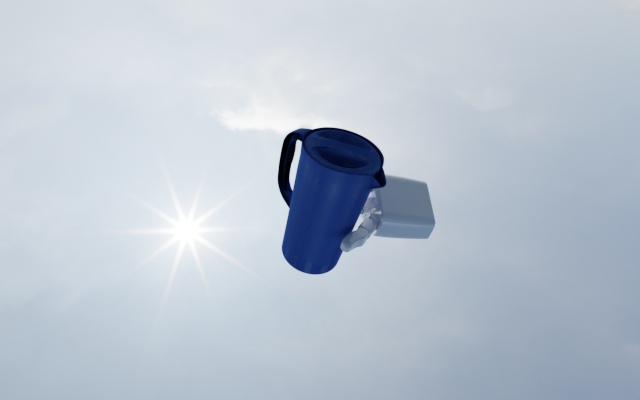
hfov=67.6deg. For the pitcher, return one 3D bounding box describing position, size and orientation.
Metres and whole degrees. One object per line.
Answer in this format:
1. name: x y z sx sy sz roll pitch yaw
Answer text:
1. pitcher: 0.000 0.003 0.811 0.145 0.243 0.149 4 38 -17
